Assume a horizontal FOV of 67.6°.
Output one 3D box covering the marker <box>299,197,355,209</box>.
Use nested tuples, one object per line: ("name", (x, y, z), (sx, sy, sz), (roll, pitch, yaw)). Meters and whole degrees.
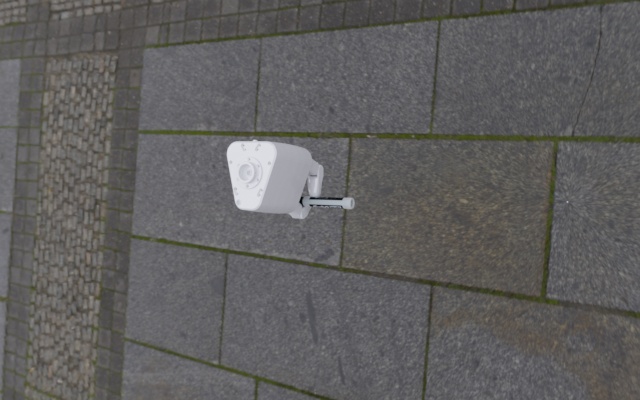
("marker", (0.000, 0.003, 0.827), (0.121, 0.020, 0.020), (3, 1, 28))
